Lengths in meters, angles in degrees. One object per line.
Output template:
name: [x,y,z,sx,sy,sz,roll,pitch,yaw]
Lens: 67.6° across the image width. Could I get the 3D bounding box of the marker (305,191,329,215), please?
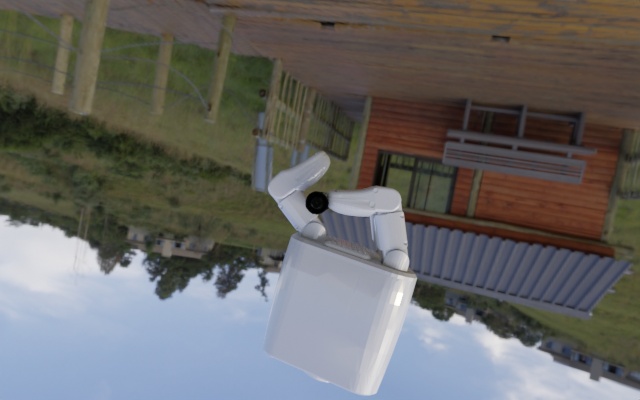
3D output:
marker: [0.000,0.001,0.437,0.020,0.020,0.121,0,1,3]
